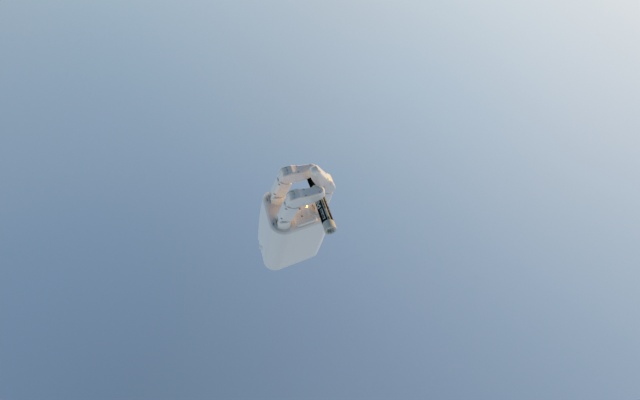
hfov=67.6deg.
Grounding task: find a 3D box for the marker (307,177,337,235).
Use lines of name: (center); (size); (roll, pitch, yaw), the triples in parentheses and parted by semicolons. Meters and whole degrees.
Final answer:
marker: (0.000, 0.002, 0.751); (0.020, 0.121, 0.020); (-11, -42, -10)
